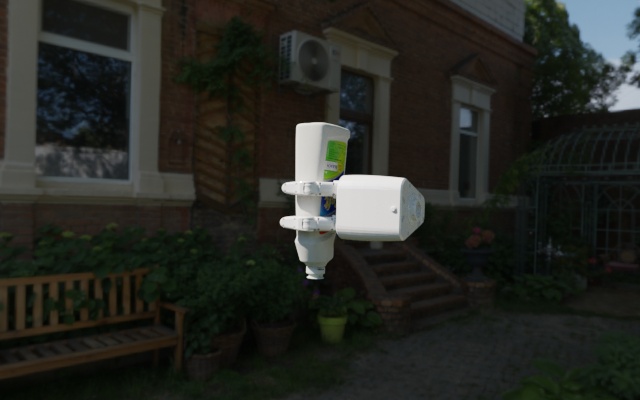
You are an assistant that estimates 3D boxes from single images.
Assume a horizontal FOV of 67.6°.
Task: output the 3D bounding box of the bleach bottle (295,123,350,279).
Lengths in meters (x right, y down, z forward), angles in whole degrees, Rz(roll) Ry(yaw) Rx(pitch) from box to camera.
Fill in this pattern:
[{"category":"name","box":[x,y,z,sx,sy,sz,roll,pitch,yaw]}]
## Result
[{"category":"bleach bottle","box":[0.000,0.003,0.795,0.068,0.251,0.102,2,0,31]}]
